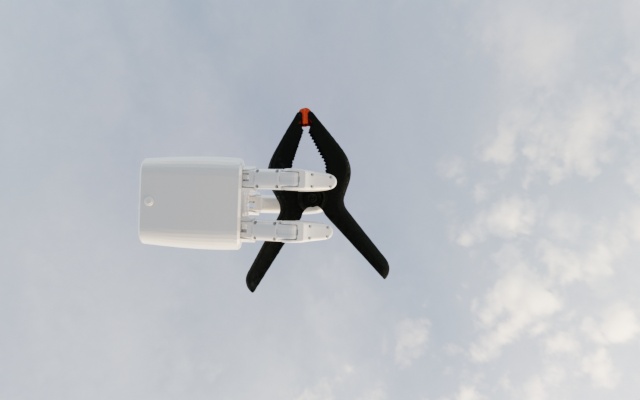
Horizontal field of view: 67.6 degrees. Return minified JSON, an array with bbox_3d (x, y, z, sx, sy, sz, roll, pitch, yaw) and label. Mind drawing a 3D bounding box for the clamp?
[{"bbox_3d":[0.000,0.001,0.548,0.164,0.210,0.036,2,1,-6],"label":"clamp"}]
